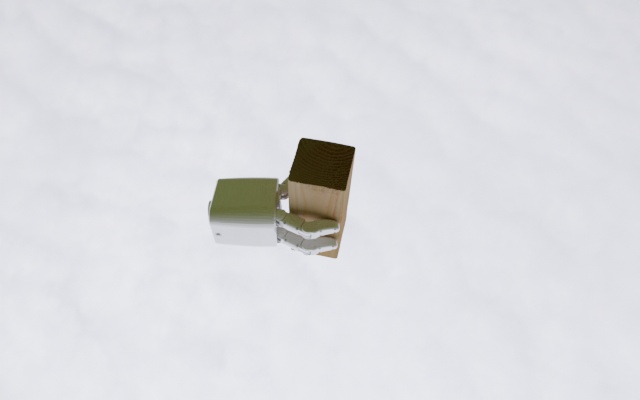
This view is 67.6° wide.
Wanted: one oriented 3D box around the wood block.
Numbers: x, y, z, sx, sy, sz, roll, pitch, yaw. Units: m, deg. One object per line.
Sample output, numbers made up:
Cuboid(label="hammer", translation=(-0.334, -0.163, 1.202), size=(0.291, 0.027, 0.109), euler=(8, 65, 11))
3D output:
Cuboid(label="wood block", translation=(0.000, 0.002, 0.798), size=(0.090, 0.090, 0.206), euler=(11, -34, 5))
